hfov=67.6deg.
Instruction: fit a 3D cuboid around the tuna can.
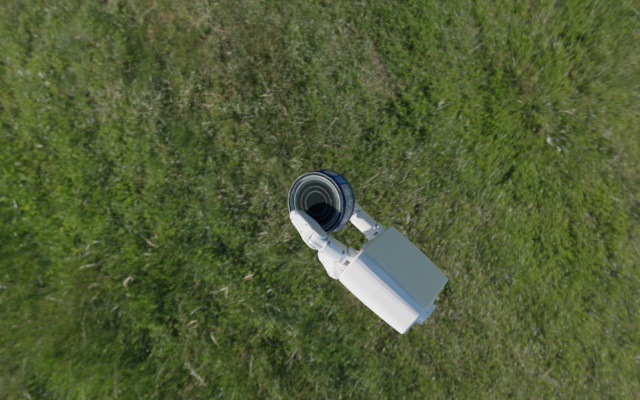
[{"bbox_3d":[0.000,0.002,0.633,0.086,0.086,0.034,0,7,28],"label":"tuna can"}]
